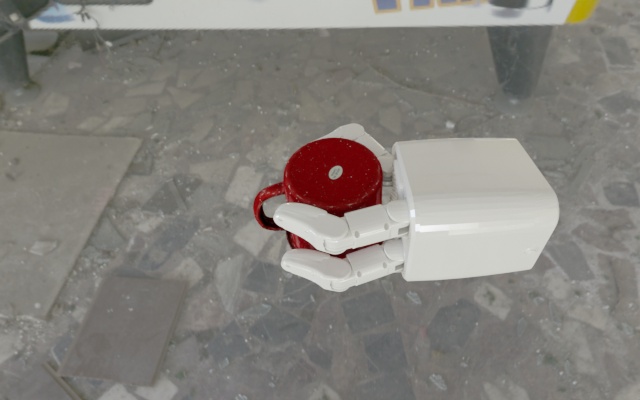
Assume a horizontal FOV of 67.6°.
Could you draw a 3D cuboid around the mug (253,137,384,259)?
[{"bbox_3d":[-0.001,0.001,0.414,0.117,0.093,0.082,-4,-39,1],"label":"mug"}]
